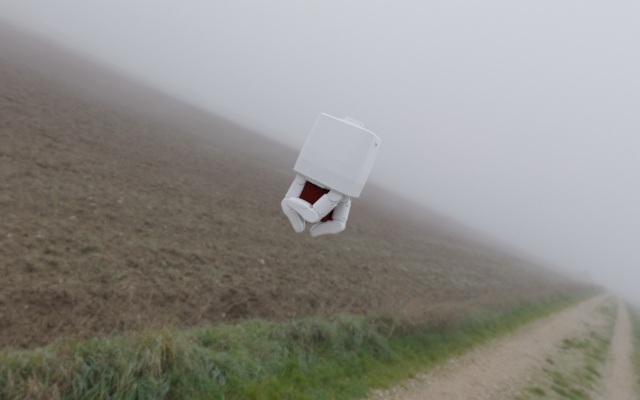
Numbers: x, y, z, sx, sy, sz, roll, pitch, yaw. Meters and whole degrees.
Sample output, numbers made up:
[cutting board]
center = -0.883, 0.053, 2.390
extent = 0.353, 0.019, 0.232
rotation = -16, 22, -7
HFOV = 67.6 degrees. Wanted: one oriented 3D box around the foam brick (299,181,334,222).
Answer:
[foam brick]
center = 0.000, 0.003, 0.806
extent = 0.053, 0.051, 0.078
rotation = 25, 5, 16
